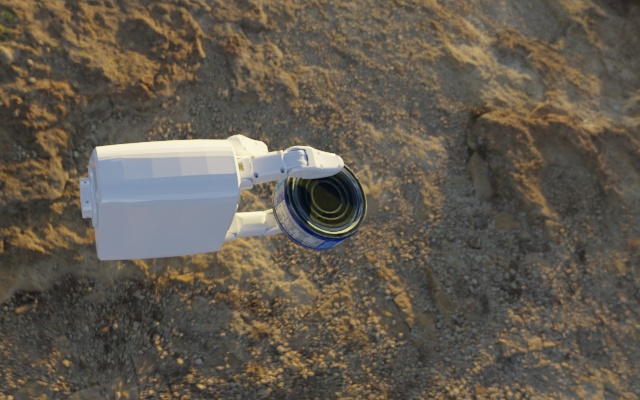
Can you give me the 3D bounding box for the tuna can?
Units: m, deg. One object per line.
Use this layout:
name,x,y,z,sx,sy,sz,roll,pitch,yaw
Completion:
tuna can,0.000,0.001,0.447,0.086,0.086,0.034,0,-22,-29
